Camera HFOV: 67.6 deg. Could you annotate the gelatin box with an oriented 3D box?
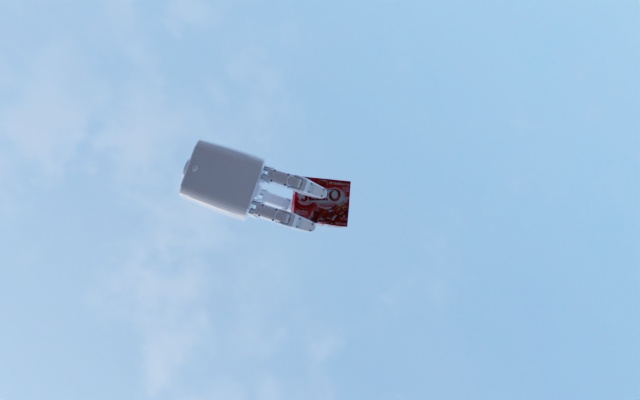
[{"bbox_3d":[0.000,0.003,0.745,0.089,0.073,0.030,6,-8,-11],"label":"gelatin box"}]
